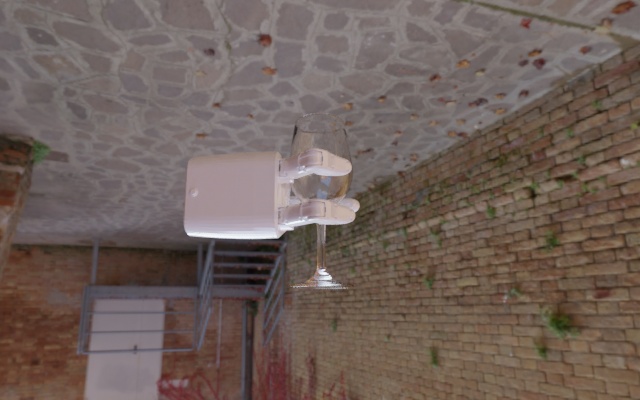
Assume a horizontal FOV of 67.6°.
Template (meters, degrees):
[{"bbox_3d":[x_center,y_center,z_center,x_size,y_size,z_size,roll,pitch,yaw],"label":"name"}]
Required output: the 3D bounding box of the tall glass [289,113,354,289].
[{"bbox_3d":[0.000,0.003,0.565,0.079,0.201,0.079,0,-13,0],"label":"tall glass"}]
